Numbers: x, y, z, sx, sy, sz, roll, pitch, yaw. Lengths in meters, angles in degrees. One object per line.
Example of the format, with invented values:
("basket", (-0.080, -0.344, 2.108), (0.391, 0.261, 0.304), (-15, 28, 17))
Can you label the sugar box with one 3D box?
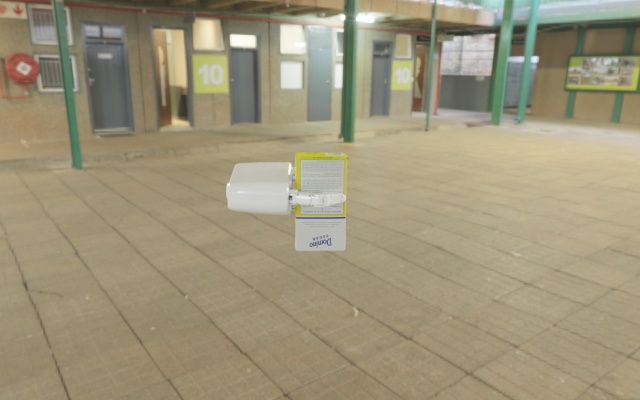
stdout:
("sugar box", (0.000, 0.003, 0.869), (0.093, 0.176, 0.048), (1, 15, -4))
